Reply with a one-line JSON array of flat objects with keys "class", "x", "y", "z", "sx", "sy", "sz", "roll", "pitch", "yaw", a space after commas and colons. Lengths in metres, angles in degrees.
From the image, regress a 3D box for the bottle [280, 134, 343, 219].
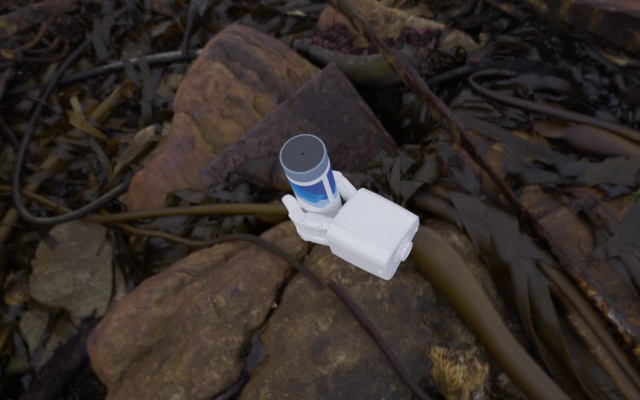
[{"class": "bottle", "x": 0.000, "y": 0.002, "z": 0.795, "sx": 0.069, "sy": 0.069, "sz": 0.296, "roll": 0, "pitch": -28, "yaw": 11}]
